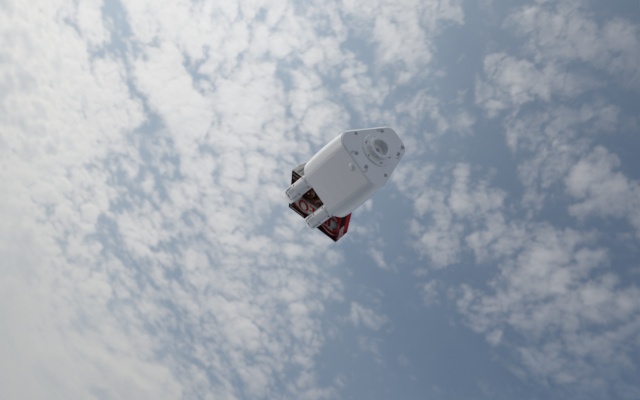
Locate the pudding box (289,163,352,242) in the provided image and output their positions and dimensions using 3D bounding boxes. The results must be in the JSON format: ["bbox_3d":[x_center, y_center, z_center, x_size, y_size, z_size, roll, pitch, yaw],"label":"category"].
[{"bbox_3d":[0.000,0.002,0.794,0.113,0.090,0.039,37,51,25],"label":"pudding box"}]
